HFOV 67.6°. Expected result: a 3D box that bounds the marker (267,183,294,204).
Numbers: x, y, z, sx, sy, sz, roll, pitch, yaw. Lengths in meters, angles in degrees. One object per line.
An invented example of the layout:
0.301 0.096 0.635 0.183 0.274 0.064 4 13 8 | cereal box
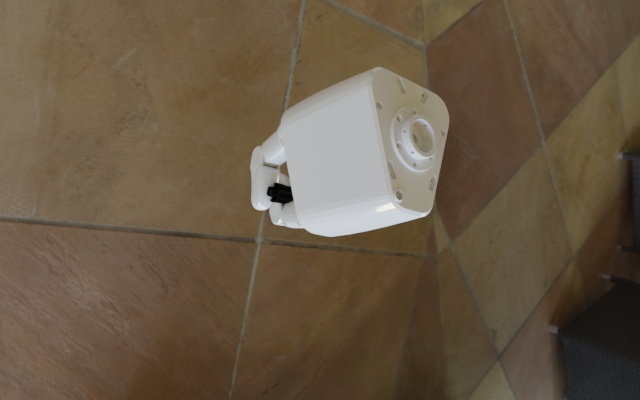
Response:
0.000 0.002 0.471 0.121 0.020 0.020 12 -8 -37 | marker
